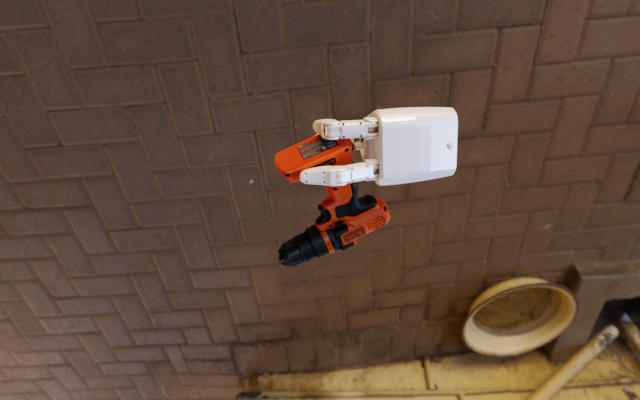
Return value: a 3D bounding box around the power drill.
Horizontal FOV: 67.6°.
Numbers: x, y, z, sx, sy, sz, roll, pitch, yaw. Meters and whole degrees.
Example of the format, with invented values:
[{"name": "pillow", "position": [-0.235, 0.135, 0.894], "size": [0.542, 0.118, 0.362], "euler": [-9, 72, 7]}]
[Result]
[{"name": "power drill", "position": [0.000, 0.002, 0.689], "size": [0.184, 0.188, 0.057], "euler": [-26, 42, -5]}]
